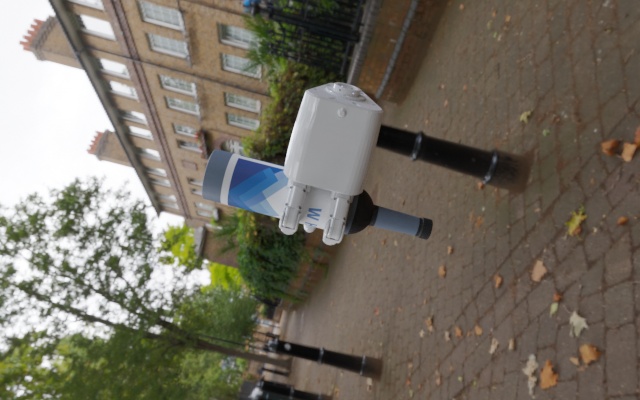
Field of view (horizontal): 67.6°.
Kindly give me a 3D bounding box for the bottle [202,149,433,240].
[{"bbox_3d":[0.000,0.002,0.620,0.296,0.069,0.069,14,-1,-2],"label":"bottle"}]
